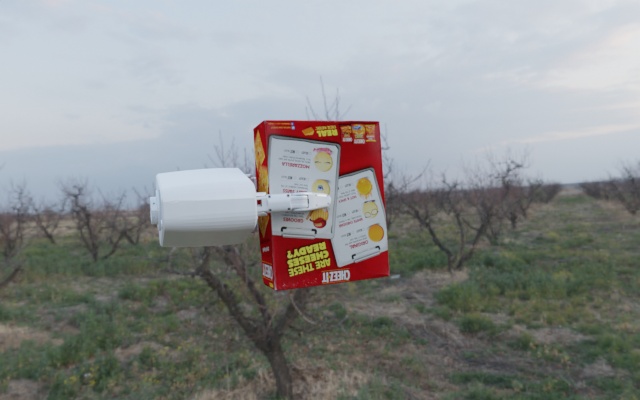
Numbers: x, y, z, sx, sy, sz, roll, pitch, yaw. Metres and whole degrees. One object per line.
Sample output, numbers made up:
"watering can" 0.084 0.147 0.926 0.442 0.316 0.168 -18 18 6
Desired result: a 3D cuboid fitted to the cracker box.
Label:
"cracker box" 0.000 0.002 0.645 0.164 0.213 0.072 -3 0 -21
